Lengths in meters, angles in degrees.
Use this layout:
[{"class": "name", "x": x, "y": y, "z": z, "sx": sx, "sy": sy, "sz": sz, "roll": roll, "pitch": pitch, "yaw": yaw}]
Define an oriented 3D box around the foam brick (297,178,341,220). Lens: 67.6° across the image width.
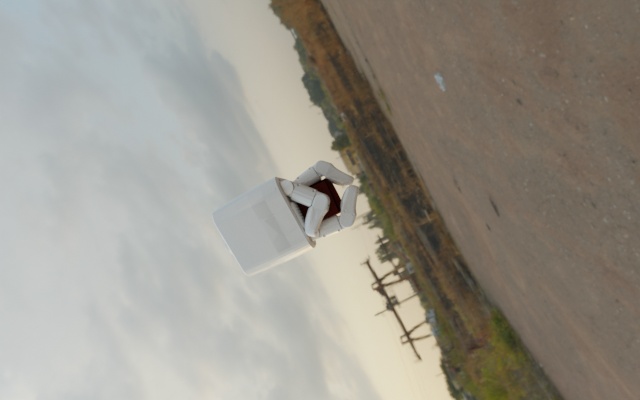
[{"class": "foam brick", "x": 0.000, "y": 0.002, "z": 0.696, "sx": 0.051, "sy": 0.053, "sz": 0.078, "roll": -27, "pitch": -4, "yaw": 7}]
